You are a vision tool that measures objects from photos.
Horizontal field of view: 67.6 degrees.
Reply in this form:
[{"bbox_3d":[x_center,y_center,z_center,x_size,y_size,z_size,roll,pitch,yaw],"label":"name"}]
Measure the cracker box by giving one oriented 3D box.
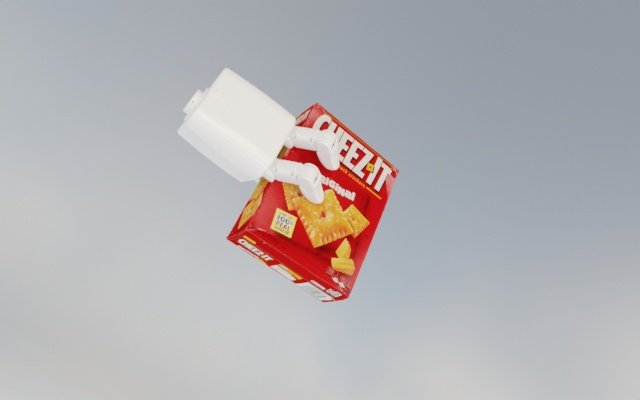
[{"bbox_3d":[0.000,0.002,0.638,0.164,0.213,0.072,37,-30,-20],"label":"cracker box"}]
